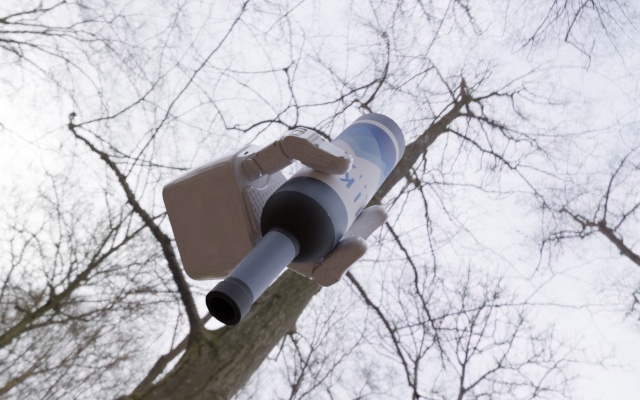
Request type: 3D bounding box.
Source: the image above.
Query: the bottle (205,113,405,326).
[{"bbox_3d":[0.000,0.001,0.415,0.069,0.069,0.295,0,27,28],"label":"bottle"}]
